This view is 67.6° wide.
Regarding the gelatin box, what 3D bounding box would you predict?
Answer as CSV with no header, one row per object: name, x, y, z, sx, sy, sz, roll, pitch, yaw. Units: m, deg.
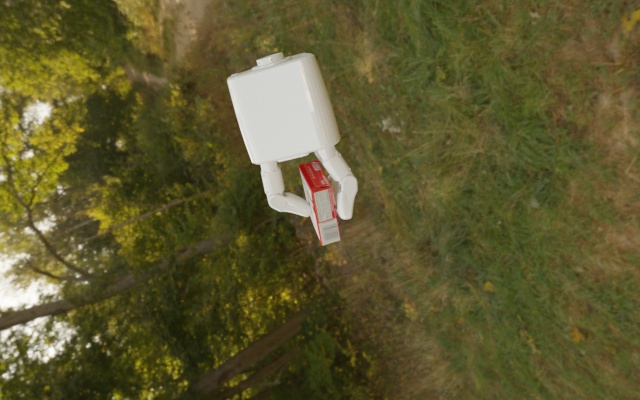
gelatin box,0.000,0.002,0.628,0.030,0.089,0.073,-15,33,-7
